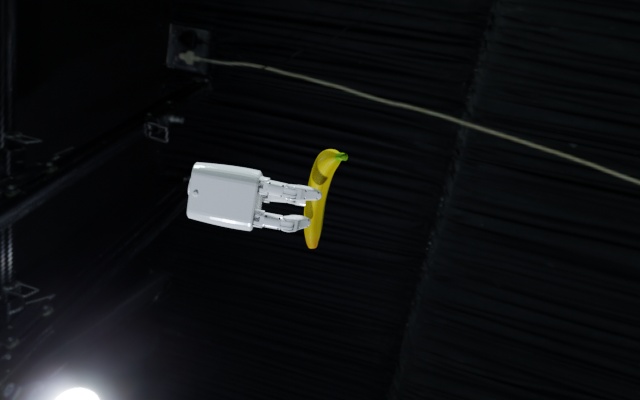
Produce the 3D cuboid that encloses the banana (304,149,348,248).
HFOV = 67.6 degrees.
[{"bbox_3d":[-0.002,-0.011,0.797,0.037,0.198,0.069,6,36,-14],"label":"banana"}]
